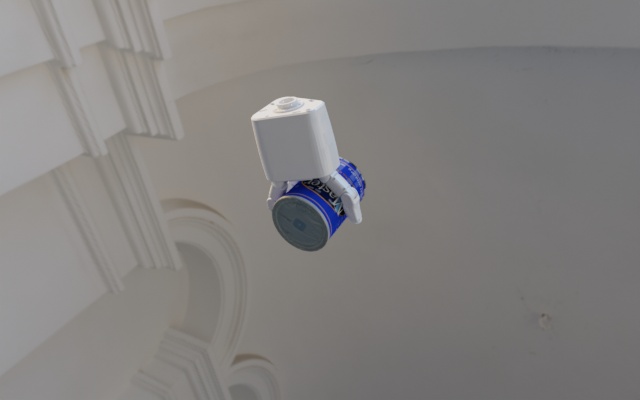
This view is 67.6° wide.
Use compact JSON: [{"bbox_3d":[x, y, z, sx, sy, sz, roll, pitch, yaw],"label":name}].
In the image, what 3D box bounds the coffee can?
[{"bbox_3d":[0.000,0.003,0.793,0.103,0.103,0.140,0,31,34],"label":"coffee can"}]
